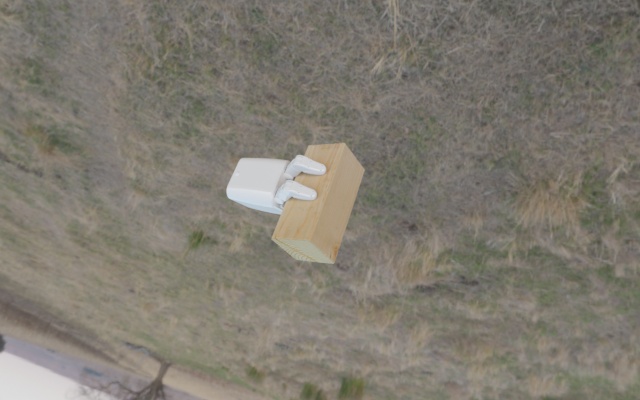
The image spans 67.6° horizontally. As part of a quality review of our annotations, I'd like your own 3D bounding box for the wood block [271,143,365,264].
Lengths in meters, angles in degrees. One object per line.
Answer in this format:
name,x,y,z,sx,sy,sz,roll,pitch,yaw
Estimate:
wood block,0.000,0.003,0.893,0.090,0.206,0.091,1,-31,35
